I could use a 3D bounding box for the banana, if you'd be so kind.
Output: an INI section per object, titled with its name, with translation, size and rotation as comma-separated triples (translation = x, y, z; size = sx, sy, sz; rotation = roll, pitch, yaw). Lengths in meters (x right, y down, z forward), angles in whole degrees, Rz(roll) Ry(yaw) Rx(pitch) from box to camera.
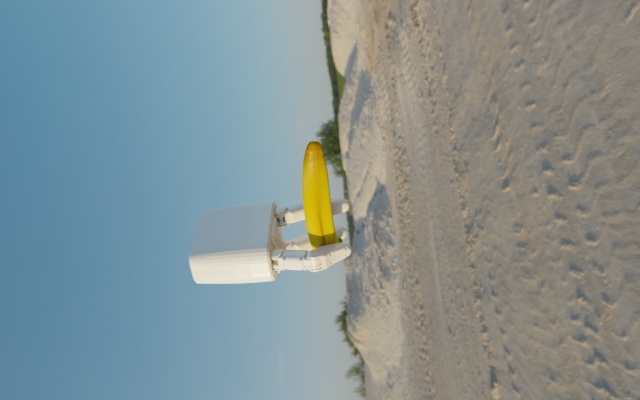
[banana]
translation = 0.000, 0.018, 0.618
size = 0.037, 0.069, 0.198
rotation = -5, -45, 7
